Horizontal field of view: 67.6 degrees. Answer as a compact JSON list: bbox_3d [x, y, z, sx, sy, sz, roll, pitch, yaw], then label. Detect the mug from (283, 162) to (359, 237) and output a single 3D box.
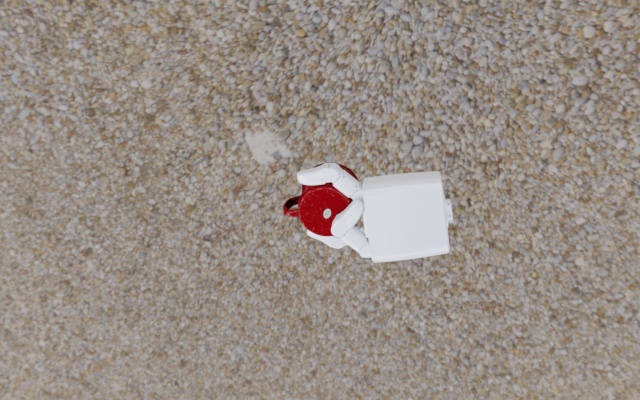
[{"bbox_3d":[-0.001,0.003,0.709,0.117,0.093,0.081,-7,23,11],"label":"mug"}]
